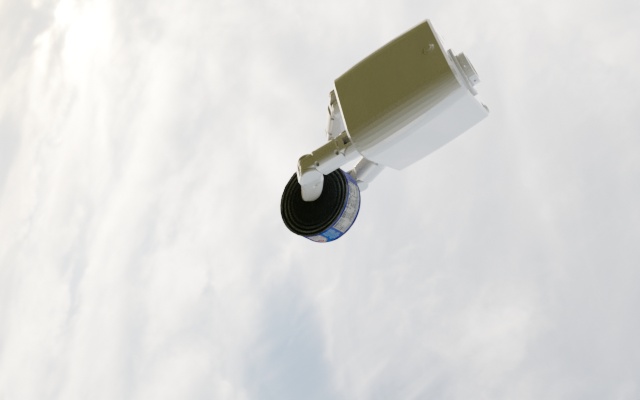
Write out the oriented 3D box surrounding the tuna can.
[{"bbox_3d":[0.000,0.002,0.515,0.086,0.086,0.034,0,-19,36],"label":"tuna can"}]
